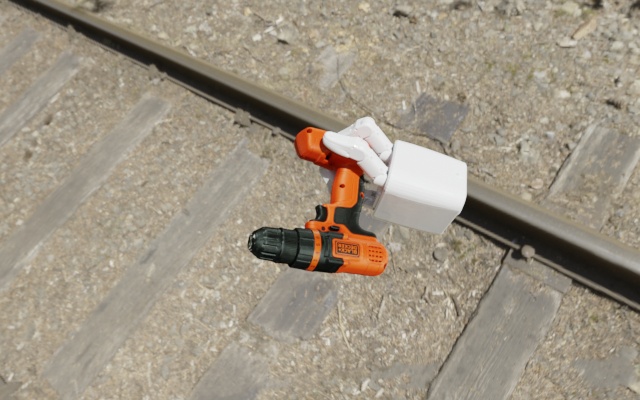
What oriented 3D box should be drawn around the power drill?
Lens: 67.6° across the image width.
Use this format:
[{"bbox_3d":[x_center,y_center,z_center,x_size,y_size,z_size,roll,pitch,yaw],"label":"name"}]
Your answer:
[{"bbox_3d":[0.000,0.002,0.623,0.184,0.187,0.057,12,-24,-23],"label":"power drill"}]
